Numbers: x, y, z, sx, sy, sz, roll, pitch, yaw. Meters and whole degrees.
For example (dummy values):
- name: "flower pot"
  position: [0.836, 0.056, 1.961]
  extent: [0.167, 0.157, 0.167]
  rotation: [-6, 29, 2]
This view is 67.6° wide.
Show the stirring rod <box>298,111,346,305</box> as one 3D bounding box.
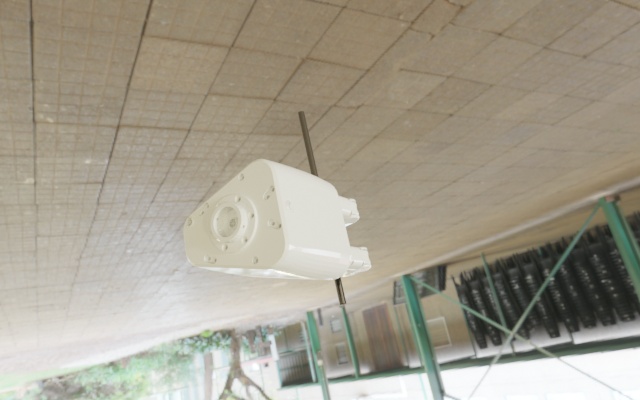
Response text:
- name: "stirring rod"
  position: [0.000, 0.002, 0.560]
  extent: [0.011, 0.239, 0.011]
  rotation: [-11, -18, -4]
